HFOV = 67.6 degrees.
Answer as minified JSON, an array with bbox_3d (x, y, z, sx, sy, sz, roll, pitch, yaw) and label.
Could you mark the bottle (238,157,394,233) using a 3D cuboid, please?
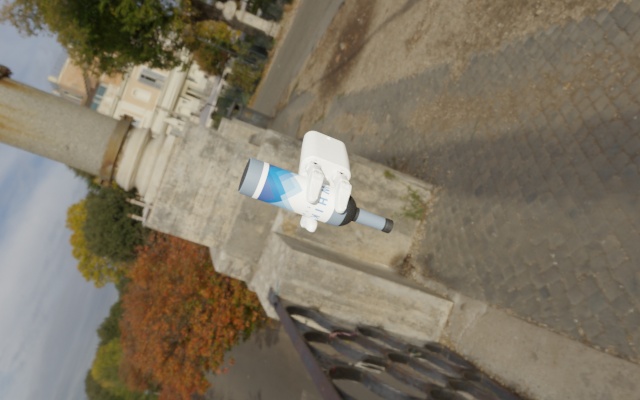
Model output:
[{"bbox_3d":[0.000,0.003,0.876,0.296,0.069,0.069,20,-6,-16],"label":"bottle"}]
